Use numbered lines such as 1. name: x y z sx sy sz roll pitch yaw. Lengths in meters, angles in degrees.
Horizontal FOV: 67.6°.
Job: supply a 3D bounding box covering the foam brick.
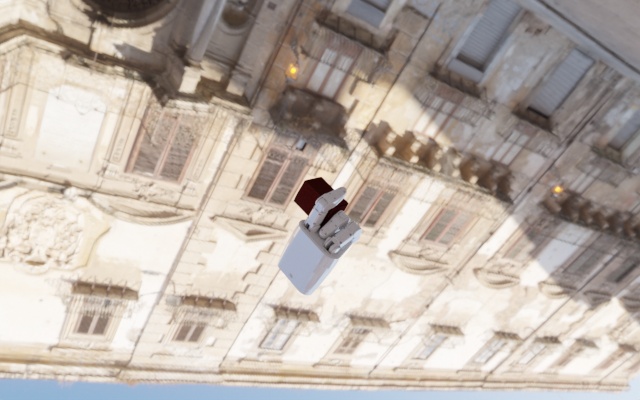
1. foam brick: 0.000 0.003 0.865 0.078 0.051 0.053 46 33 24
